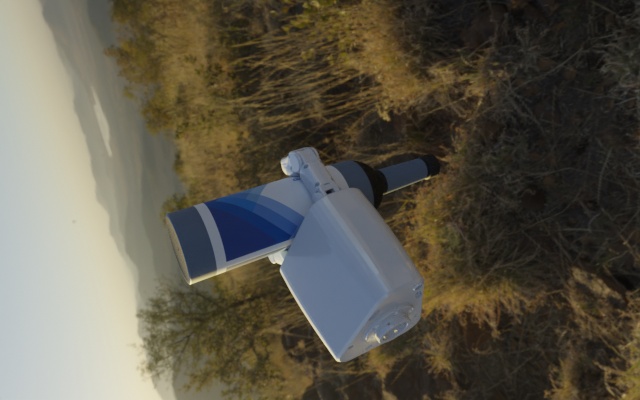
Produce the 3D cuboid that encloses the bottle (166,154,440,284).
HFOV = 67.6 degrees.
[{"bbox_3d":[0.000,0.002,0.485,0.295,0.069,0.069,-18,8,-24],"label":"bottle"}]
